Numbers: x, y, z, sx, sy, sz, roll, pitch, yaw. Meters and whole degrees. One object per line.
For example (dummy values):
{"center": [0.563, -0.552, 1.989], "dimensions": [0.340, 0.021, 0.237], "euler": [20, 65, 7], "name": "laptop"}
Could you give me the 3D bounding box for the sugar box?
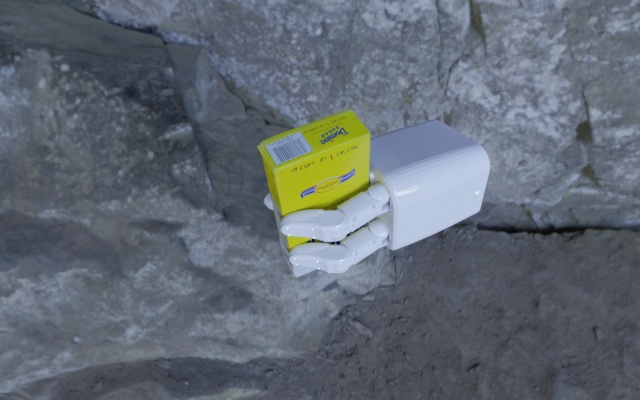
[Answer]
{"center": [0.000, 0.002, 0.474], "dimensions": [0.093, 0.048, 0.176], "euler": [-22, -40, -12], "name": "sugar box"}
